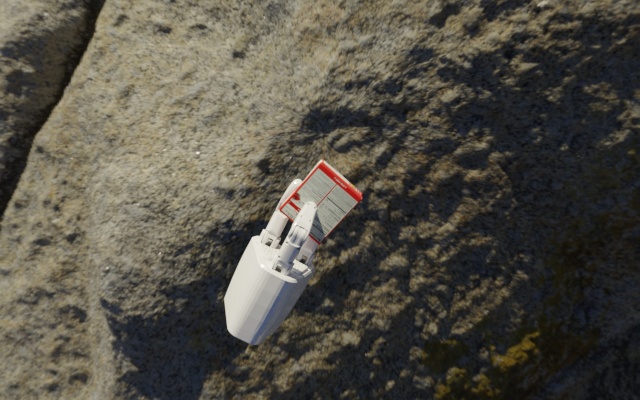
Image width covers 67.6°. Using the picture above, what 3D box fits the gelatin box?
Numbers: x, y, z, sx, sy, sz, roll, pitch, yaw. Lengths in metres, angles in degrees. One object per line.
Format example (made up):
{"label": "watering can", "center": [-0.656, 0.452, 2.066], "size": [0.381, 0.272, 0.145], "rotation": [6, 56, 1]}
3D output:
{"label": "gelatin box", "center": [0.000, 0.002, 0.634], "size": [0.073, 0.089, 0.030], "rotation": [40, 14, -7]}
